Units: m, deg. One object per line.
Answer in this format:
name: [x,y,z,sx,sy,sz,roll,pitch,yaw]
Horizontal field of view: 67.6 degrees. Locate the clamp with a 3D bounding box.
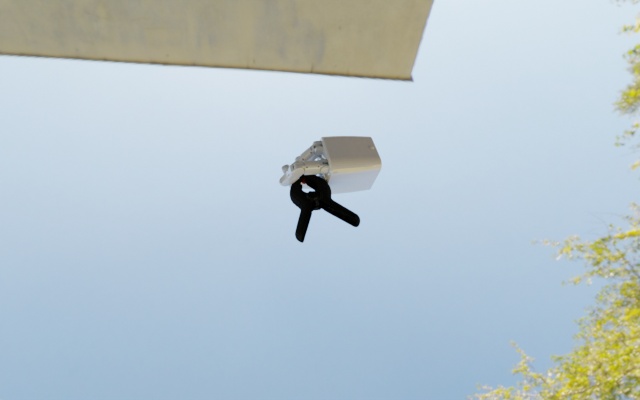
clamp: [0.000,0.003,0.890,0.120,0.171,0.039,-4,-42,-13]
